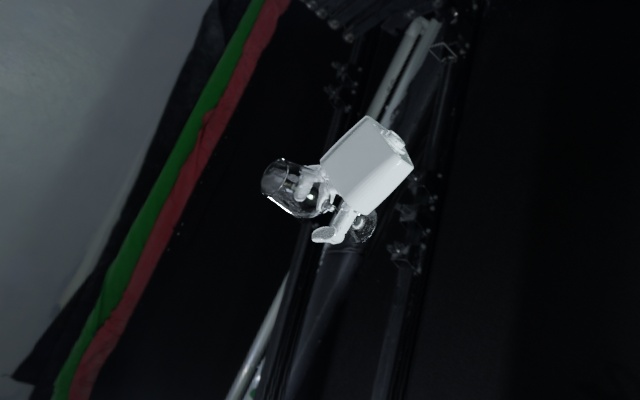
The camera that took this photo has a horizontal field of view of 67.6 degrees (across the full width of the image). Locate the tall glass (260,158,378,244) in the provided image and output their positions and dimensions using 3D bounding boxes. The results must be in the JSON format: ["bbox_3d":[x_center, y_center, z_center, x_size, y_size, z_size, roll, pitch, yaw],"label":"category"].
[{"bbox_3d":[0.001,0.003,0.763,0.201,0.079,0.079,28,-18,-38],"label":"tall glass"}]
